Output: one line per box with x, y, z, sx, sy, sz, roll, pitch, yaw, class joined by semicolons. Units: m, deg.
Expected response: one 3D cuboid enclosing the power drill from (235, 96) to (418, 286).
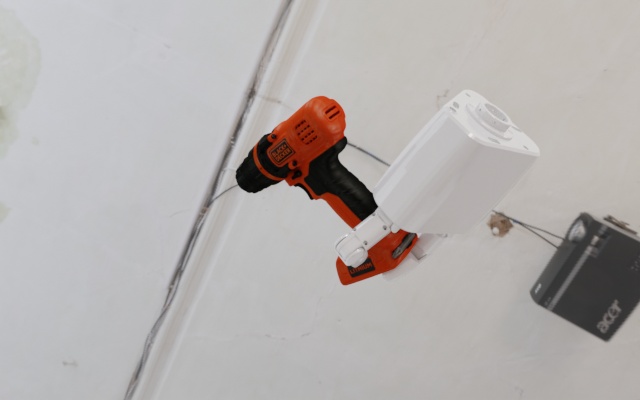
0.001;0.002;0.516;0.057;0.187;0.184;-44;9;-38;power drill
